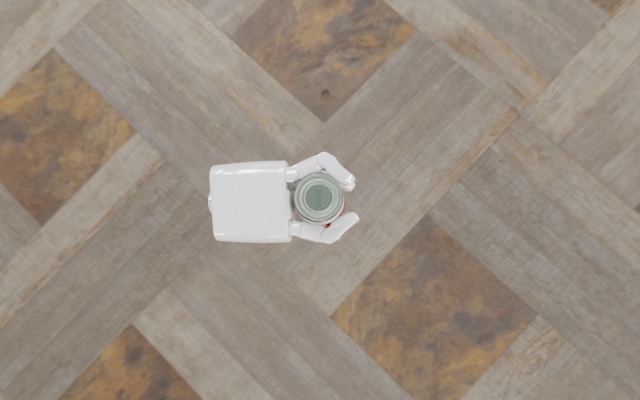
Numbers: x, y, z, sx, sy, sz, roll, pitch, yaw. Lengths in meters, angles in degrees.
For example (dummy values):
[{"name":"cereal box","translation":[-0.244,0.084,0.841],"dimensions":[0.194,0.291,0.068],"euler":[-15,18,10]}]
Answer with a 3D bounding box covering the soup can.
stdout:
[{"name":"soup can","translation":[0.001,0.002,0.678],"dimensions":[0.068,0.068,0.102],"euler":[0,-8,4]}]
